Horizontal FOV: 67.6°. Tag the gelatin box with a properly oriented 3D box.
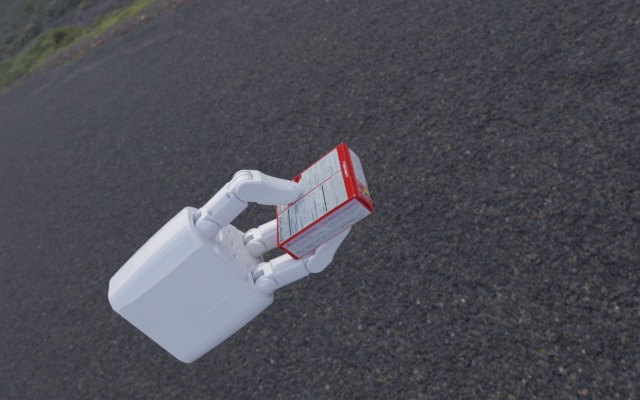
[{"bbox_3d":[0.000,0.001,0.430,0.089,0.073,0.030,-35,-52,22],"label":"gelatin box"}]
